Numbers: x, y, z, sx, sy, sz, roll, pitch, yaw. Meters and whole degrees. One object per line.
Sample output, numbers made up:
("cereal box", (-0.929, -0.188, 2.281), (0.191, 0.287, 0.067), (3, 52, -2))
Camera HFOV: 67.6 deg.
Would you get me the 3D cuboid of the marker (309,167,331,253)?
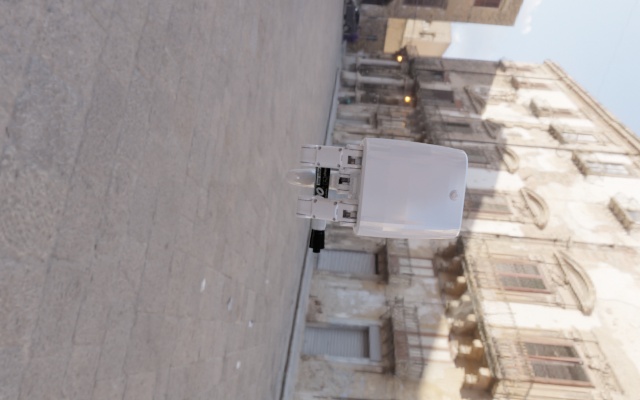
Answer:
("marker", (0.000, 0.002, 0.559), (0.020, 0.121, 0.020), (5, 6, -1))
